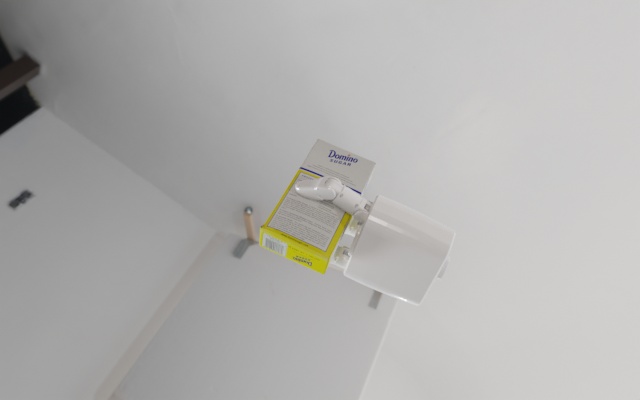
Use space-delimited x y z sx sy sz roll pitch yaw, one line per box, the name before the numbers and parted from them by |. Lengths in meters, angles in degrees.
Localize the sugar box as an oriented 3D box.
sugar box | 0.000 0.003 0.631 0.093 0.176 0.048 24 -40 8
